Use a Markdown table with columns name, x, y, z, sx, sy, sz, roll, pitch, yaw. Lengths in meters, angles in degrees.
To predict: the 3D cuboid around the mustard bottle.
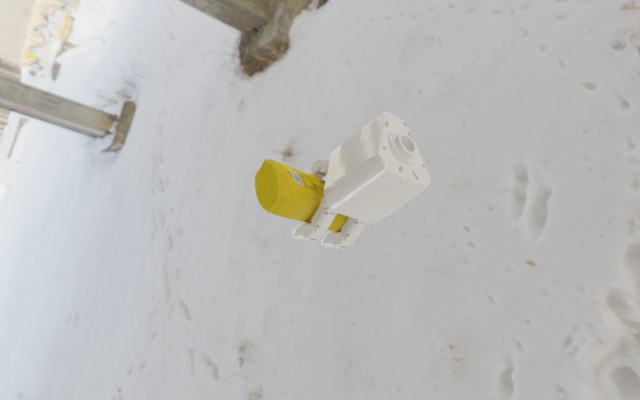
| name | x | y | z | sx | sy | sz | roll | pitch | yaw |
| --- | --- | --- | --- | --- | --- | --- | --- | --- | --- |
| mustard bottle | 0.000 | 0.002 | 0.708 | 0.192 | 0.058 | 0.096 | 18 | 26 | -34 |
